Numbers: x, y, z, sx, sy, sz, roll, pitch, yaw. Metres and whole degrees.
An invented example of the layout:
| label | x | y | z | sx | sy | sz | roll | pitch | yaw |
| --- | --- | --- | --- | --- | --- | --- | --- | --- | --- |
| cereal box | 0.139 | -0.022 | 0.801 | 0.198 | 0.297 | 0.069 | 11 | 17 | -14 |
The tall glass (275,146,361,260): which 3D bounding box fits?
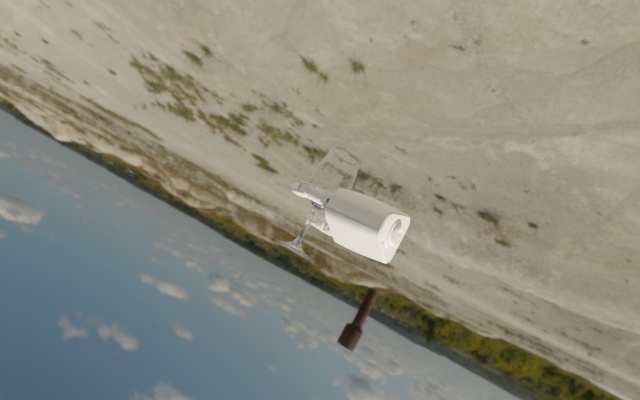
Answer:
| label | x | y | z | sx | sy | sz | roll | pitch | yaw |
| --- | --- | --- | --- | --- | --- | --- | --- | --- | --- |
| tall glass | 0.000 | 0.003 | 0.860 | 0.079 | 0.201 | 0.079 | 28 | -9 | 5 |
